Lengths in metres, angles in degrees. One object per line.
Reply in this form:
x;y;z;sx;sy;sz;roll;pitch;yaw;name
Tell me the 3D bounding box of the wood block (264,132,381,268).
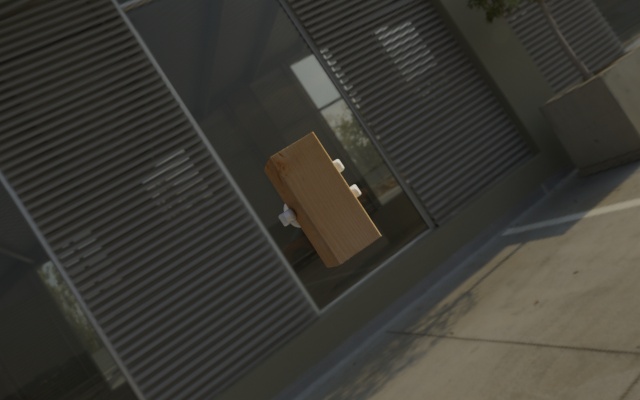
0.000;0.003;0.812;0.091;0.206;0.090;-33;-1;-16;wood block
